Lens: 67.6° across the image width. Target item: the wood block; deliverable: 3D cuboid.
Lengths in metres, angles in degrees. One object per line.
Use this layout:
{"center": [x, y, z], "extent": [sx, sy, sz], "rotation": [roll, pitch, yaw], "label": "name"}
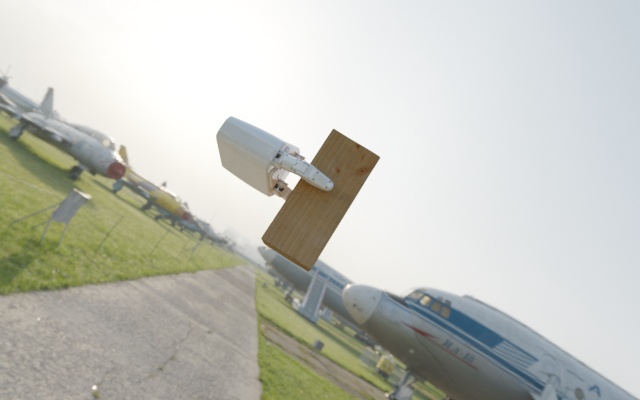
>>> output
{"center": [0.000, 0.002, 0.766], "extent": [0.090, 0.206, 0.091], "rotation": [32, -11, 3], "label": "wood block"}
